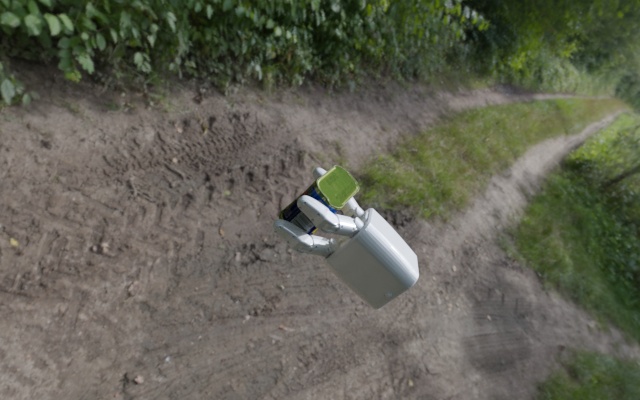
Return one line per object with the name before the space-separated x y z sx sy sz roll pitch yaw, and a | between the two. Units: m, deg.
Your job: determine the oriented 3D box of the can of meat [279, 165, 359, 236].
can of meat | 0.000 0.002 0.685 0.084 0.057 0.102 -42 1 33
